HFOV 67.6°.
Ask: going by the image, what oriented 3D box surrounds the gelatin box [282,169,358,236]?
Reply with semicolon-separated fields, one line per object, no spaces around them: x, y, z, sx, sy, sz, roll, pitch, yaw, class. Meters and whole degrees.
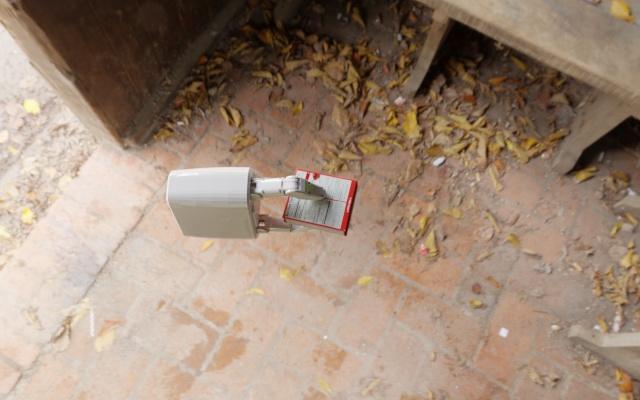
0.000;0.002;0.645;0.089;0.073;0.030;11;-17;9;gelatin box
